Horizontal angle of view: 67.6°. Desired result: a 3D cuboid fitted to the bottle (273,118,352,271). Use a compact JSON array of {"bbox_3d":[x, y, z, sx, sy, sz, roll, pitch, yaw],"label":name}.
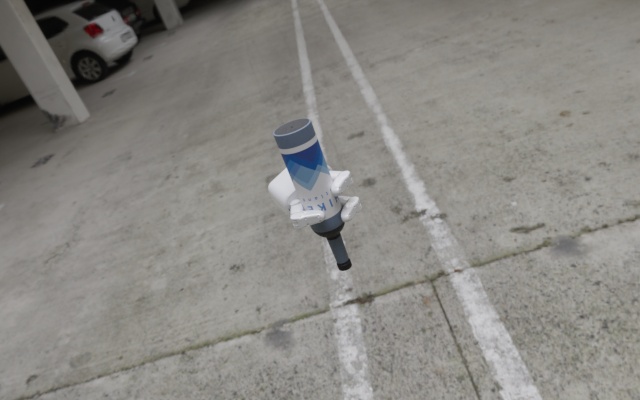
[{"bbox_3d":[0.000,0.003,0.846,0.069,0.296,0.069,-17,26,9],"label":"bottle"}]
